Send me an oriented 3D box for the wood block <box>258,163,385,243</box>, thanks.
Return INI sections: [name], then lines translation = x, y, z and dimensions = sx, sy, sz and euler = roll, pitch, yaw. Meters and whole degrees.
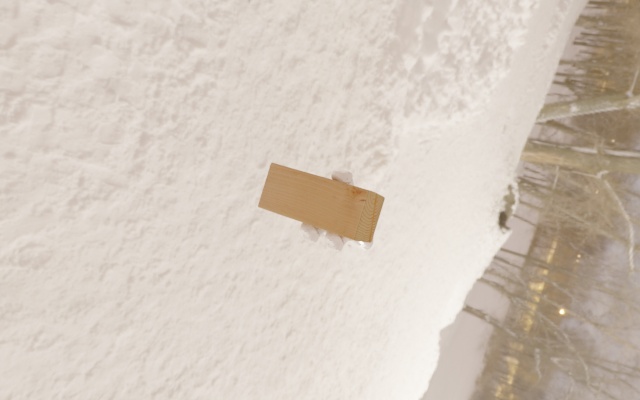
[wood block]
translation = 0.001, 0.003, 0.885
dimensions = 0.206, 0.091, 0.090
euler = 17, 0, 27
